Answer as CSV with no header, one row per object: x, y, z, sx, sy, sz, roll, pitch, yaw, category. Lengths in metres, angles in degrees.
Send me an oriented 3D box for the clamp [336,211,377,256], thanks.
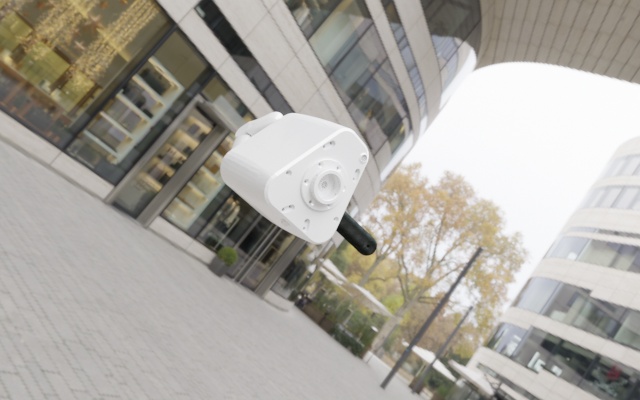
0.000,0.001,0.581,0.171,0.039,0.120,44,-10,-33,clamp
